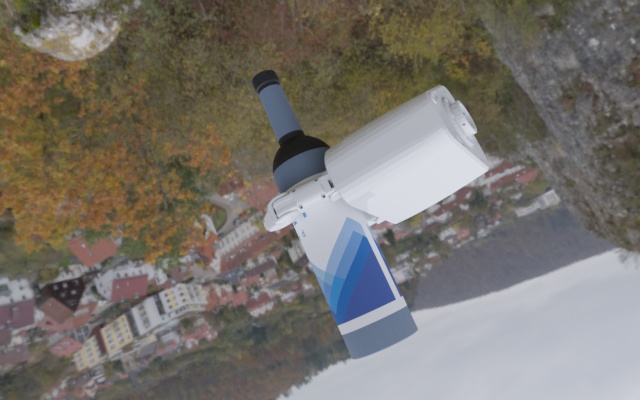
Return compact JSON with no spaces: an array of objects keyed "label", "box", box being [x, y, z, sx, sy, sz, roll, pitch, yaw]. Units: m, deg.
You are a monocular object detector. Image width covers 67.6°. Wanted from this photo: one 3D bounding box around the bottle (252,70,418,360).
[{"label":"bottle","box":[0.000,0.002,0.469,0.069,0.295,0.069,-23,-12,-5]}]
